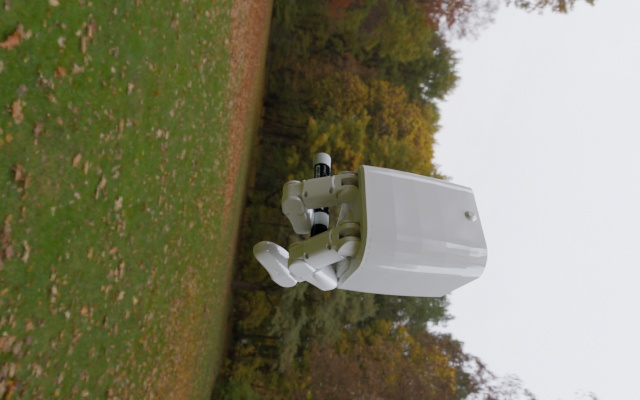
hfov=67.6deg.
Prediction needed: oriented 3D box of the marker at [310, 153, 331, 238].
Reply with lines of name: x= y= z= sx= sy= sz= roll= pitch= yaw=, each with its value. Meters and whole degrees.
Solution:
marker: x=0.000 y=0.002 z=0.473 sx=0.020 sy=0.121 sz=0.020 roll=1 pitch=-40 yaw=1
